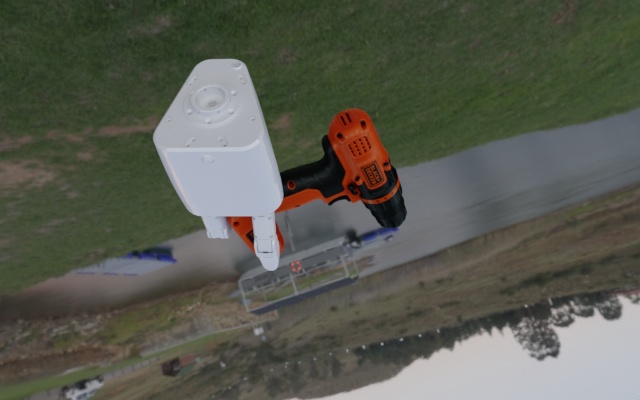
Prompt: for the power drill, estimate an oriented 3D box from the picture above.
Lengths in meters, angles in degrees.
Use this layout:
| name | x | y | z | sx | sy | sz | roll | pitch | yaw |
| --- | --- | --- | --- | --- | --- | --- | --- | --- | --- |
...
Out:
| name | x | y | z | sx | sy | sz | roll | pitch | yaw |
| --- | --- | --- | --- | --- | --- | --- | --- | --- | --- |
| power drill | 0.000 | 0.002 | 0.550 | 0.187 | 0.057 | 0.185 | -28 | -47 | 4 |
